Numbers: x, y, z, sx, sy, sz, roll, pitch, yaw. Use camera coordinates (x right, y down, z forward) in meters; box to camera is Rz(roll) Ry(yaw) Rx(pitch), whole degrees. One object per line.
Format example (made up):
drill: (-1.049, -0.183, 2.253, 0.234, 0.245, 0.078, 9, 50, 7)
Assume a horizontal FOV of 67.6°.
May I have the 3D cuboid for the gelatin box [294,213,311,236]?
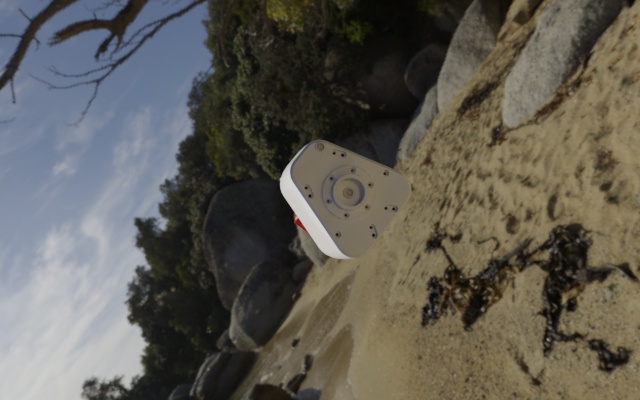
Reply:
gelatin box: (0.000, 0.002, 0.622, 0.030, 0.073, 0.089, 39, 5, -8)
